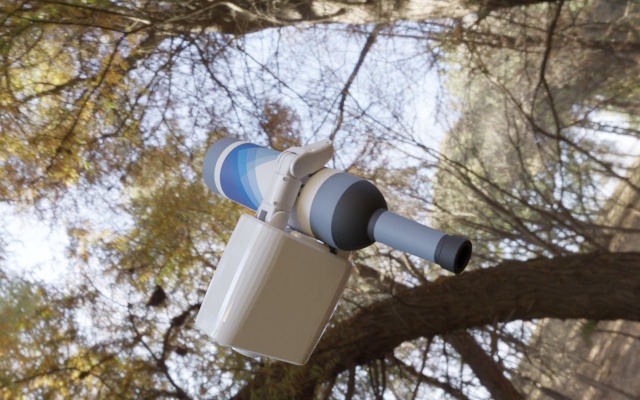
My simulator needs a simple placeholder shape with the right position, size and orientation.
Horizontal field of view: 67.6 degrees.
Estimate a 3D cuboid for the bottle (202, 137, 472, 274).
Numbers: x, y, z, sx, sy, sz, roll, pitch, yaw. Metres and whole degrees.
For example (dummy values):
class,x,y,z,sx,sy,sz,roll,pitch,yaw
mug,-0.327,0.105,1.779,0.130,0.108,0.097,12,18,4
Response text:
class,x,y,z,sx,sy,sz,roll,pitch,yaw
bottle,0.000,0.001,0.446,0.295,0.069,0.069,21,14,40
